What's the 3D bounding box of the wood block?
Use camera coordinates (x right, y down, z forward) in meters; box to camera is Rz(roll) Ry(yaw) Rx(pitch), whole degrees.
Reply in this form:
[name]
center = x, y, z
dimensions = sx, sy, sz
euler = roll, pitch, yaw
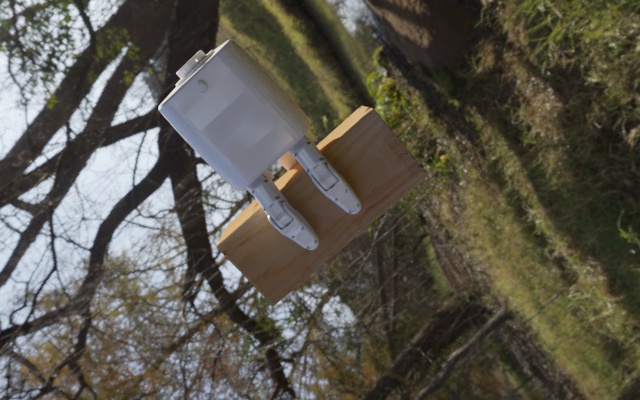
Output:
[wood block]
center = 0.000, 0.001, 0.514
dimensions = 0.206, 0.090, 0.090
euler = -41, 11, 7
